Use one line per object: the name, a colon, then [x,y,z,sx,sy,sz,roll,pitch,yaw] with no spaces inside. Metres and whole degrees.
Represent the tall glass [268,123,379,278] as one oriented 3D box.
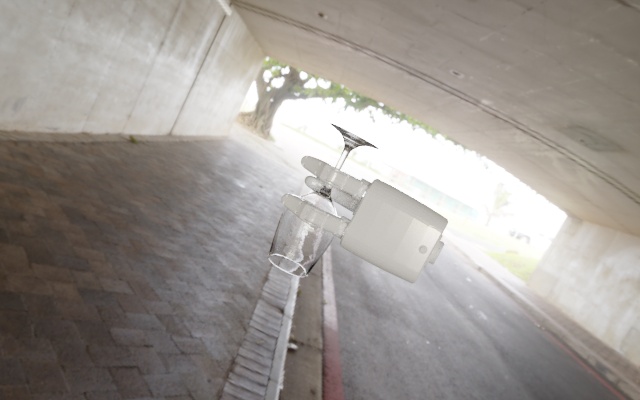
tall glass: [0.000,0.001,0.642,0.079,0.201,0.079,27,7,-3]
